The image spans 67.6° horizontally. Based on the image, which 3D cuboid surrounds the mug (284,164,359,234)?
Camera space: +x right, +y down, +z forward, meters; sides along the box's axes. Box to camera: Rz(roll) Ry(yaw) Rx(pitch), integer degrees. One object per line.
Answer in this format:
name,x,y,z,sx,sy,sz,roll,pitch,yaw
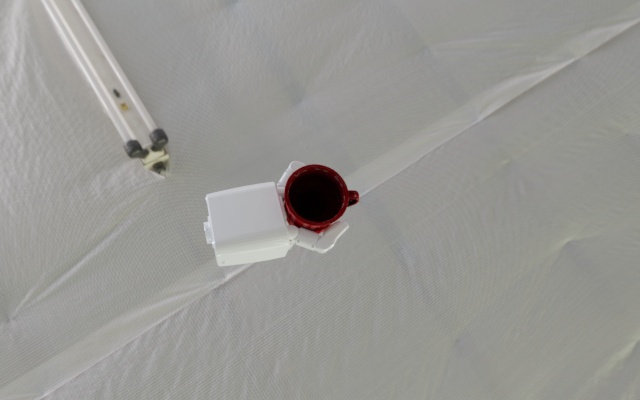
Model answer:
mug,0.001,0.002,0.715,0.117,0.093,0.081,-8,-17,-12
